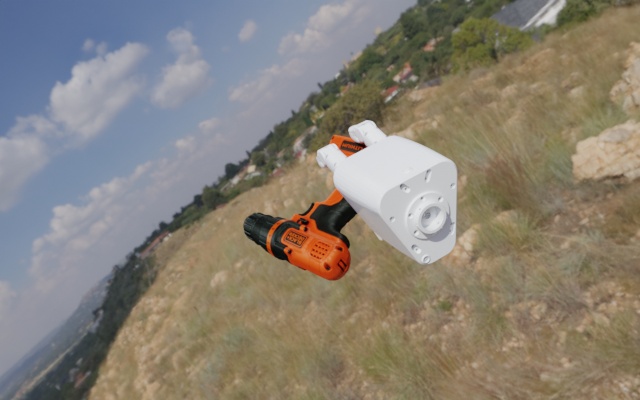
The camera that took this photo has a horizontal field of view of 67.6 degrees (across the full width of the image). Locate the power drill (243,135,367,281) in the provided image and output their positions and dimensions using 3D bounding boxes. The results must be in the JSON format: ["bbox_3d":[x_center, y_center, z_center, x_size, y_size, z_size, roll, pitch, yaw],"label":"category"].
[{"bbox_3d":[0.001,0.002,0.633,0.184,0.187,0.057,20,-21,41],"label":"power drill"}]
